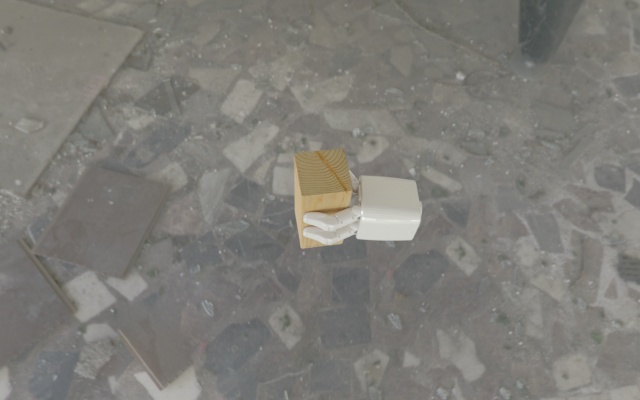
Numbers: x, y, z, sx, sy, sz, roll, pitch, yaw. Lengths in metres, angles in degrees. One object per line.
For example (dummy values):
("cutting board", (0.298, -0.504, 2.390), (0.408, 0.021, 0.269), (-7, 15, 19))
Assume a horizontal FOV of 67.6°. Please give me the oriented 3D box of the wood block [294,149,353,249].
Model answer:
("wood block", (0.000, 0.003, 0.897), (0.090, 0.090, 0.206), (-6, -30, -7))
